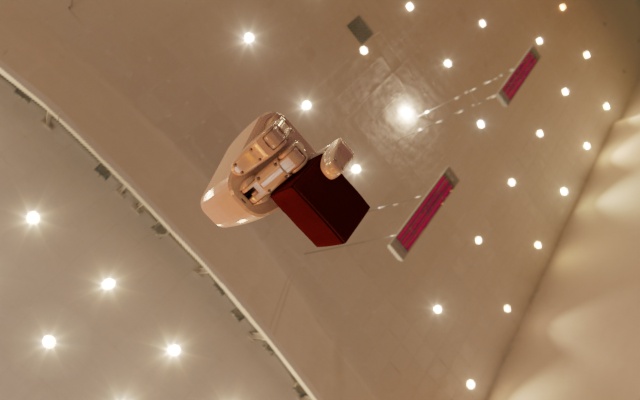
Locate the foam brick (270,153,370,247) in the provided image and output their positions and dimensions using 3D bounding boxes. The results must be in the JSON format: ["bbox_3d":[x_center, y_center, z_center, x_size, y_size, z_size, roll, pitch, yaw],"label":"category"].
[{"bbox_3d":[0.000,0.002,0.482,0.053,0.078,0.051,-50,16,-30],"label":"foam brick"}]
